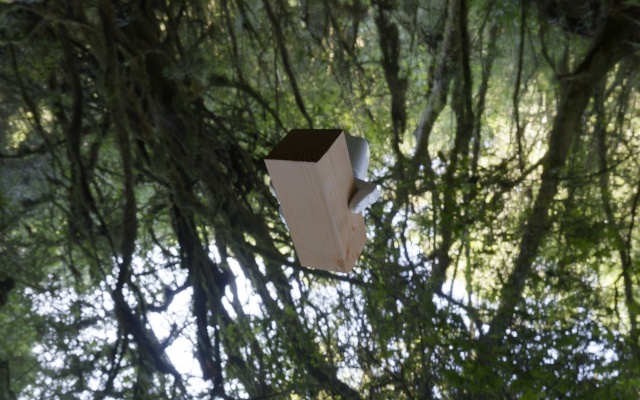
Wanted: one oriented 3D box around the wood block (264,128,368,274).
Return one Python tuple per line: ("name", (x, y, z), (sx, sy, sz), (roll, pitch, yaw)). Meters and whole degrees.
("wood block", (0.001, 0.002, 0.729), (0.091, 0.206, 0.090), (5, 39, 29))
